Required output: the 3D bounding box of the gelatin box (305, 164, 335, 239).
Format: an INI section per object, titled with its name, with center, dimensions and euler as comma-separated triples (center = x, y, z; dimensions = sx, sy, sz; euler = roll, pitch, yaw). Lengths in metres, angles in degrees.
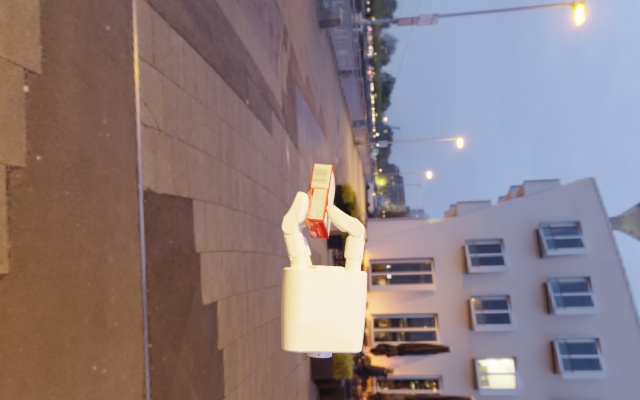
[gelatin box]
center = 0.001, 0.002, 0.688
dimensions = 0.030, 0.089, 0.073
euler = 6, -21, 8
